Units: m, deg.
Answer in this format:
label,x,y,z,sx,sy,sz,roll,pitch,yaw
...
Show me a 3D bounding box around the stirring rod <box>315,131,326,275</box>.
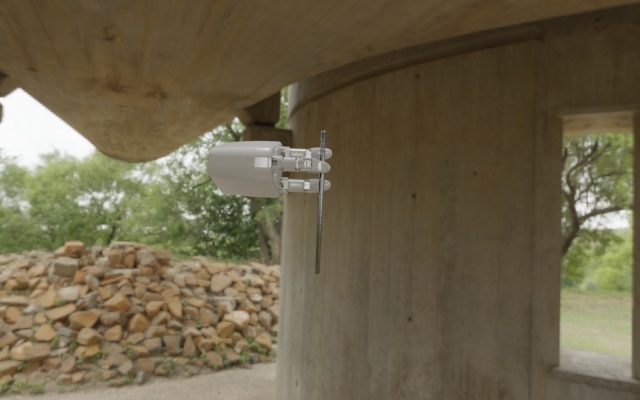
label,x,y,z,sx,sy,sz,roll,pitch,yaw
stirring rod,0.000,0.003,0.800,0.011,0.239,0.011,2,-3,0
